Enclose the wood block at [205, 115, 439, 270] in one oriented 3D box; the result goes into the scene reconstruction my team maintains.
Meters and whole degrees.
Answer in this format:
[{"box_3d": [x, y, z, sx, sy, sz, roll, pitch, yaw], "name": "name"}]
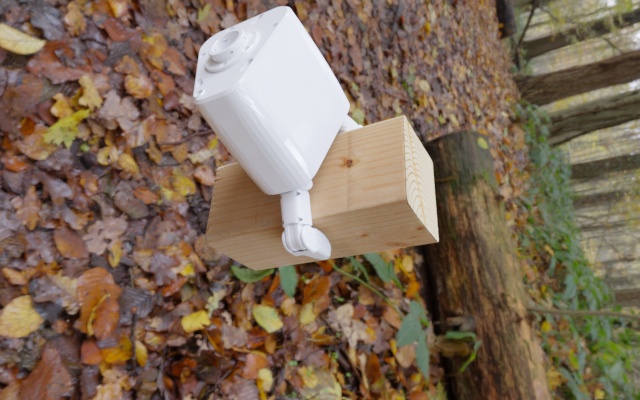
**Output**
[{"box_3d": [0.000, 0.002, 0.471, 0.206, 0.090, 0.090, -12, -32, 26], "name": "wood block"}]
